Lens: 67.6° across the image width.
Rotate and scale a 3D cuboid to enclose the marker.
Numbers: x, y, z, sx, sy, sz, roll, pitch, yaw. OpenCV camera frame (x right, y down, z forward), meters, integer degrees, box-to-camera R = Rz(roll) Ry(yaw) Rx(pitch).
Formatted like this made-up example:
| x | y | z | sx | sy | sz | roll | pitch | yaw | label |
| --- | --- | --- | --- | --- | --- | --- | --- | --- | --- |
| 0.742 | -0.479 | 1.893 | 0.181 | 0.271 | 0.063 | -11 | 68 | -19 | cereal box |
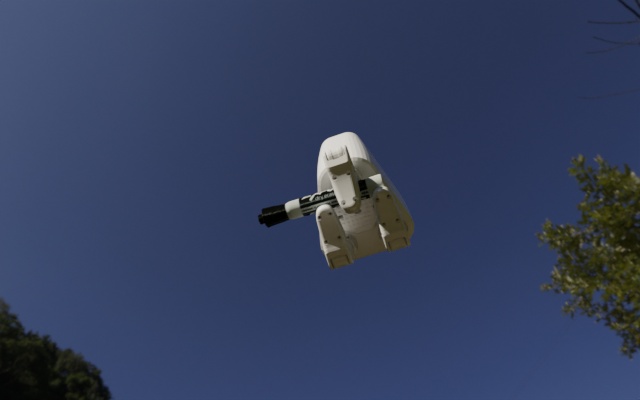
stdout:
| x | y | z | sx | sy | sz | roll | pitch | yaw | label |
| --- | --- | --- | --- | --- | --- | --- | --- | --- | --- |
| 0.000 | 0.001 | 0.443 | 0.121 | 0.020 | 0.020 | -16 | -2 | 7 | marker |
